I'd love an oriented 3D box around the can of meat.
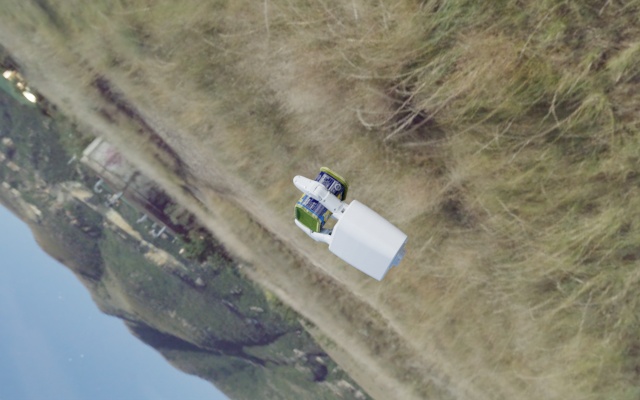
[{"bbox_3d":[0.000,0.003,0.826,0.057,0.084,0.102,34,-16,9],"label":"can of meat"}]
